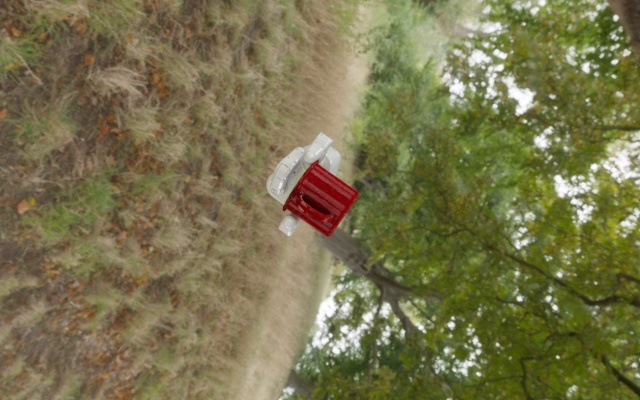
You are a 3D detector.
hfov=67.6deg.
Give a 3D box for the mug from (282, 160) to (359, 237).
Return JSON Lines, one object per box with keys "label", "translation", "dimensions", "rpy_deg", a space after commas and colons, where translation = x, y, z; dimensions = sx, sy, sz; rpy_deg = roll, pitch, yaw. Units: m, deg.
{"label": "mug", "translation": [0.000, 0.003, 0.698], "dimensions": [0.081, 0.093, 0.117], "rpy_deg": [35, 17, 4]}
